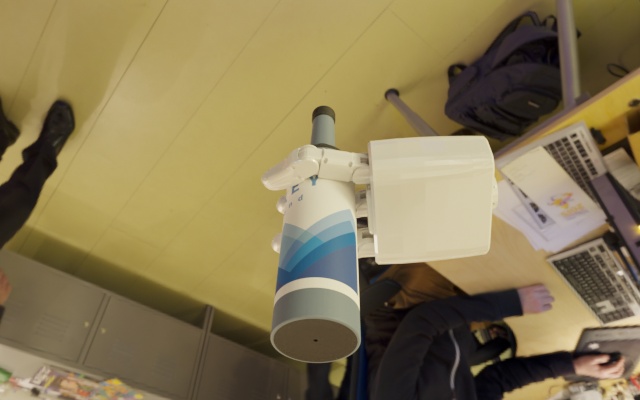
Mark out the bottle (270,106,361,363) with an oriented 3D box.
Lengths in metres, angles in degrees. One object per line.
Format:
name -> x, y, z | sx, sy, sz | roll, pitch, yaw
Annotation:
bottle -> 0.000, 0.002, 0.455 | 0.069, 0.069, 0.295 | 0, 44, 2
